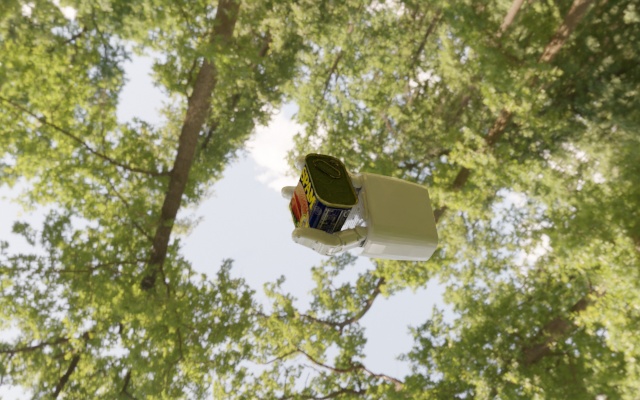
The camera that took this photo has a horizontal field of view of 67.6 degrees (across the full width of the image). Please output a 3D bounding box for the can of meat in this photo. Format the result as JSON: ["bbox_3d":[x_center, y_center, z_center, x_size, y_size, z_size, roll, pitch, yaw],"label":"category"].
[{"bbox_3d":[0.000,0.002,0.628,0.057,0.084,0.102,6,40,-22],"label":"can of meat"}]
